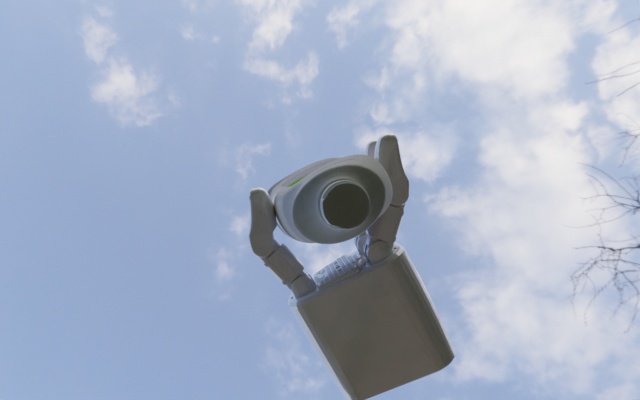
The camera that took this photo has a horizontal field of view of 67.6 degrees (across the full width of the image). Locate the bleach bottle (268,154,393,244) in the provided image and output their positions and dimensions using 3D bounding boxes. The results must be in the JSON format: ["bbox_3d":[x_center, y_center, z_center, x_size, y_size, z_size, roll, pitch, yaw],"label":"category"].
[{"bbox_3d":[0.000,0.001,0.411,0.102,0.068,0.251,-29,4,-2],"label":"bleach bottle"}]
